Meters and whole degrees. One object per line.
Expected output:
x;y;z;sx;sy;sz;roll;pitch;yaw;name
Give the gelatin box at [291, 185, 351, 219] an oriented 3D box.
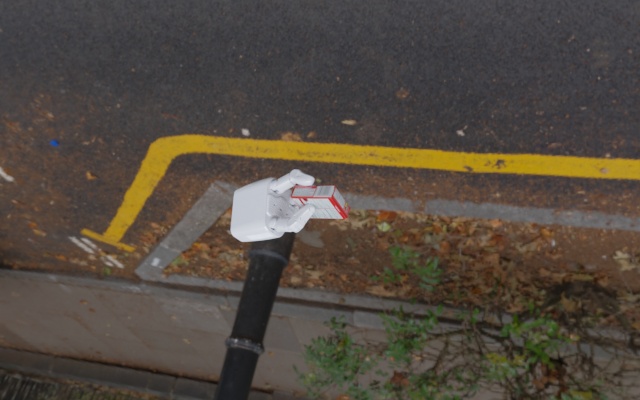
0.000;0.003;0.879;0.089;0.030;0.073;1;-33;31;gelatin box
